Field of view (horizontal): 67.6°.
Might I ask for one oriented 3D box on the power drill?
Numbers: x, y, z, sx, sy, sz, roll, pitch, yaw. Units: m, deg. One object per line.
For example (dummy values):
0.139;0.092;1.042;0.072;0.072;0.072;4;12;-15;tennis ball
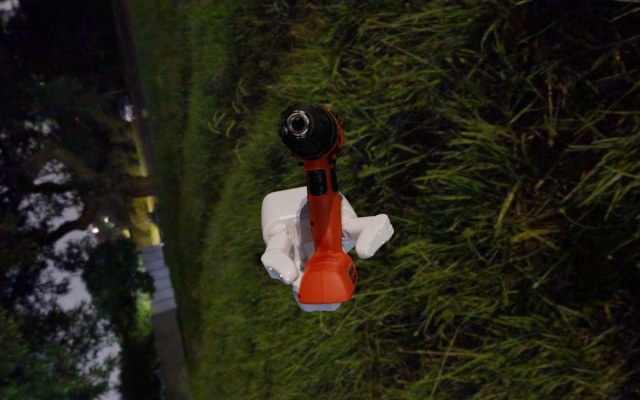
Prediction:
0.000;0.002;0.470;0.057;0.187;0.184;-3;3;9;power drill
